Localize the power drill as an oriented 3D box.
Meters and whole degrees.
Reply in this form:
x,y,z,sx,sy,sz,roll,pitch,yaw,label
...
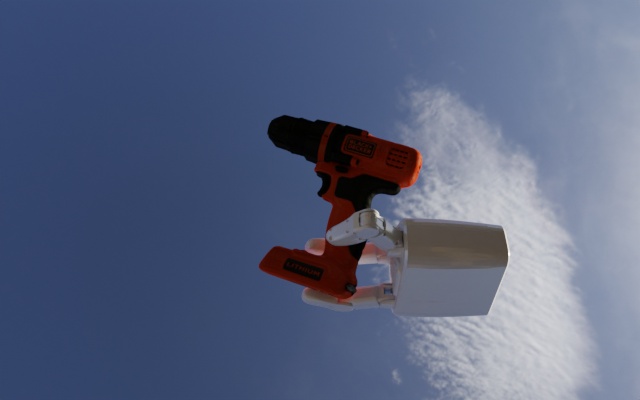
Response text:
x,y,z,sx,sy,sz,roll,pitch,yaw,label
0.000,0.002,0.531,0.184,0.187,0.057,17,-11,17,power drill
